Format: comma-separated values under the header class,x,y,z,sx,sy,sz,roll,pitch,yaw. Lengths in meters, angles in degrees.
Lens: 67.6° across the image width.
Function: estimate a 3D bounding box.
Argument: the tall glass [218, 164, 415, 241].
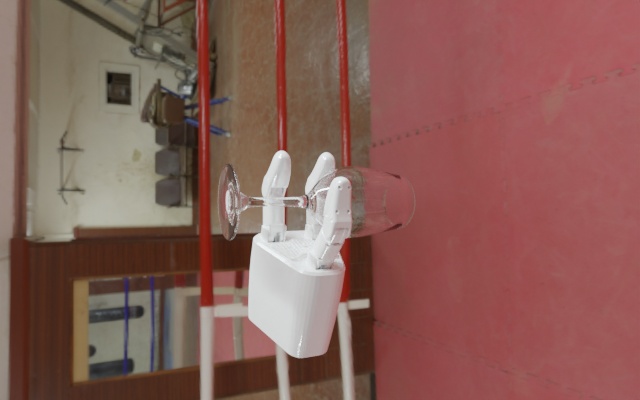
class,x,y,z,sx,sy,sz,roll,pitch,yaw
tall glass,0.000,0.002,0.502,0.201,0.079,0.079,0,0,-26
